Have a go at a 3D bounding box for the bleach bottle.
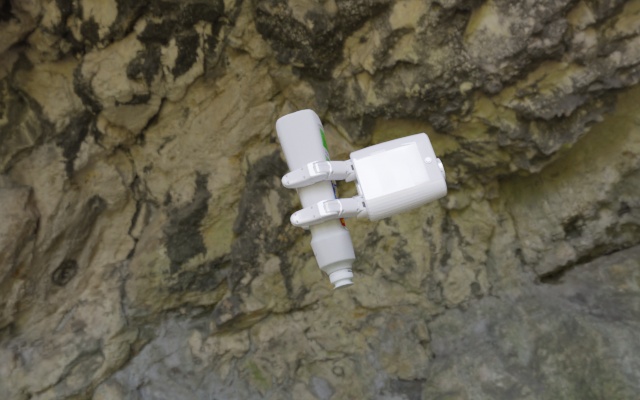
[{"bbox_3d":[0.000,0.002,0.676,0.068,0.250,0.103,-17,-20,4],"label":"bleach bottle"}]
